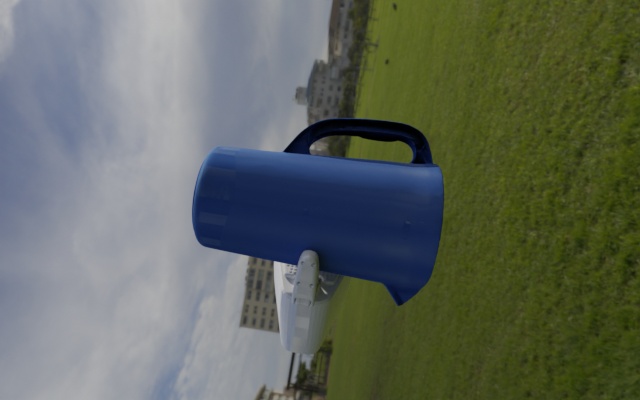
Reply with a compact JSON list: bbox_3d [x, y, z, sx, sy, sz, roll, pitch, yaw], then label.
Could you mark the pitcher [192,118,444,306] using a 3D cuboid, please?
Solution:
[{"bbox_3d":[0.000,0.002,0.502,0.243,0.145,0.149,9,40,2],"label":"pitcher"}]
